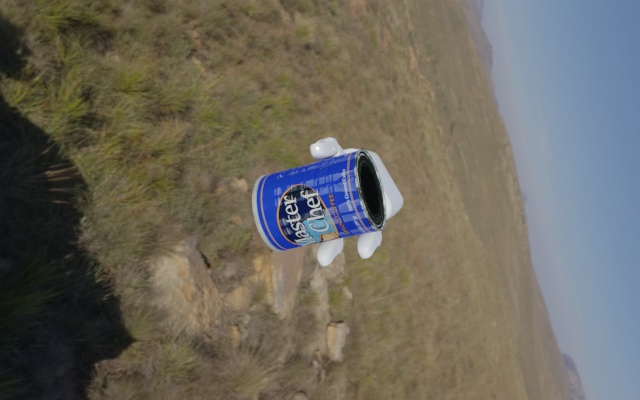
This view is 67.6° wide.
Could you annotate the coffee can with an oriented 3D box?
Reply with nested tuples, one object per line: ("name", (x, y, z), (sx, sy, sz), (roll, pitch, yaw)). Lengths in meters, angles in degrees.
("coffee can", (0.000, 0.002, 0.600), (0.140, 0.103, 0.103), (-13, -5, 22))
